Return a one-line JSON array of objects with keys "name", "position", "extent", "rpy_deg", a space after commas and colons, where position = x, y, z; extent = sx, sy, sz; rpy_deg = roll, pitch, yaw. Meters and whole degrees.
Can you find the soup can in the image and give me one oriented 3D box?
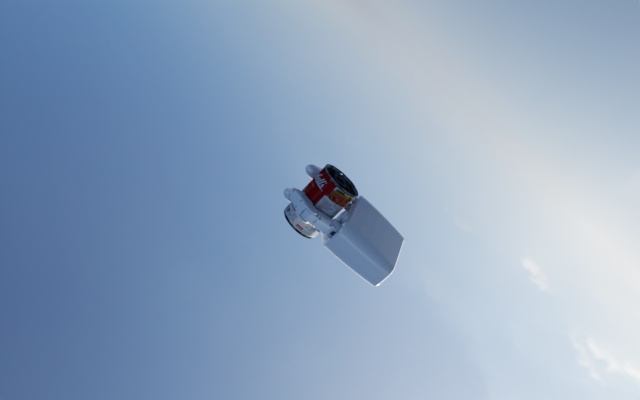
[{"name": "soup can", "position": [0.000, 0.002, 0.744], "extent": [0.102, 0.068, 0.068], "rpy_deg": [-45, -19, 20]}]
